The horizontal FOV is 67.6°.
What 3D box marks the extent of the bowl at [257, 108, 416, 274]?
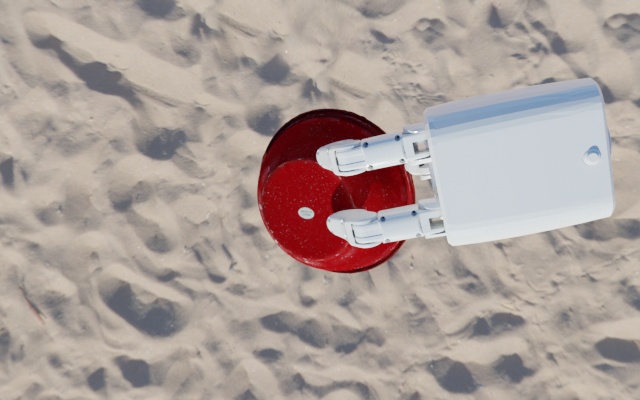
[{"bbox_3d":[-0.001,0.002,0.431,0.162,0.162,0.055,0,17,27],"label":"bowl"}]
